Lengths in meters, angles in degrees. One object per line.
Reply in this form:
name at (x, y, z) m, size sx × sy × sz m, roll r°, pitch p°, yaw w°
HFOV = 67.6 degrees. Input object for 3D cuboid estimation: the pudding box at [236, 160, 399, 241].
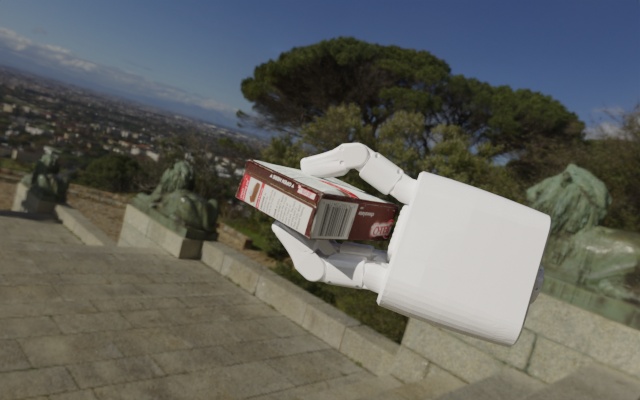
pudding box at (0.000, 0.001, 0.409) m, size 0.090 × 0.039 × 0.113 m, roll 25°, pitch 9°, yaw 38°
